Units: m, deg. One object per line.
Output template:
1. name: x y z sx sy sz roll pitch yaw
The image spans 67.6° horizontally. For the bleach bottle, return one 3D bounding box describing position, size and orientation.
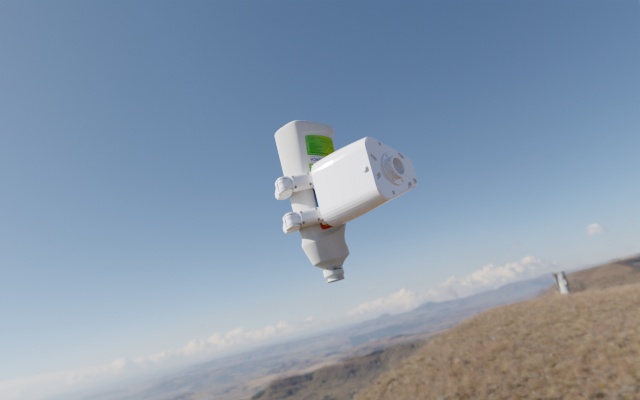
1. bleach bottle: 0.000 0.002 0.750 0.102 0.250 0.068 2 -21 -46
